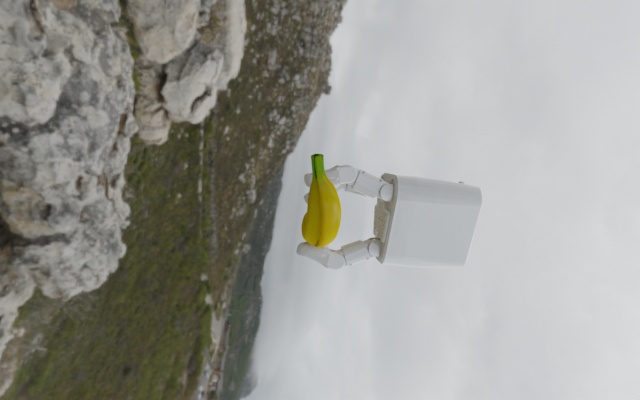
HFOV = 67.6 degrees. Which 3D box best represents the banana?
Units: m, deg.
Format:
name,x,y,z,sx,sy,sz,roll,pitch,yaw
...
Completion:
name,x,y,z,sx,sy,sz,roll,pitch,yaw
banana,0.000,0.018,0.532,0.037,0.069,0.198,3,-19,-4
